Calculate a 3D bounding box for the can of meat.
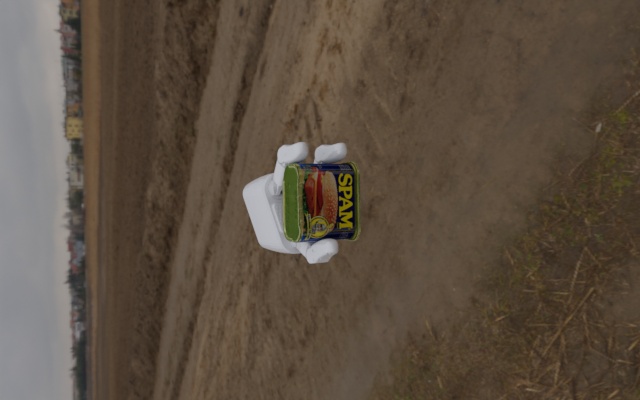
[{"bbox_3d":[0.000,0.002,0.600,0.084,0.102,0.057,-1,1,-26],"label":"can of meat"}]
